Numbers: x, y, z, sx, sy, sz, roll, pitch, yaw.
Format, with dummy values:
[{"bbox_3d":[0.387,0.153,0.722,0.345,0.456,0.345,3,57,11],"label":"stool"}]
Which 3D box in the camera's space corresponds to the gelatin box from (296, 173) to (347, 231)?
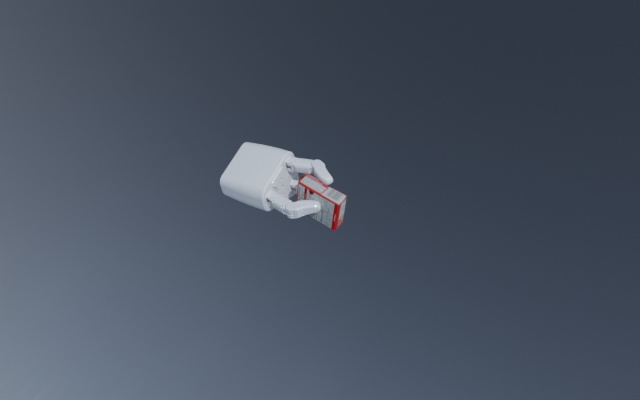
[{"bbox_3d":[0.000,0.003,0.842,0.089,0.073,0.030,30,53,19],"label":"gelatin box"}]
